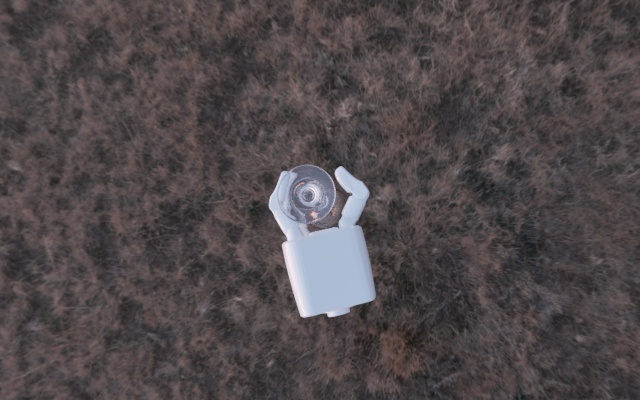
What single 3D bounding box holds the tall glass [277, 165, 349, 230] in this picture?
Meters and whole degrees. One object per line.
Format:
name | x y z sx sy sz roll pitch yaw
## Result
tall glass | 0.000 0.002 0.691 0.079 0.079 0.201 0 -5 11
